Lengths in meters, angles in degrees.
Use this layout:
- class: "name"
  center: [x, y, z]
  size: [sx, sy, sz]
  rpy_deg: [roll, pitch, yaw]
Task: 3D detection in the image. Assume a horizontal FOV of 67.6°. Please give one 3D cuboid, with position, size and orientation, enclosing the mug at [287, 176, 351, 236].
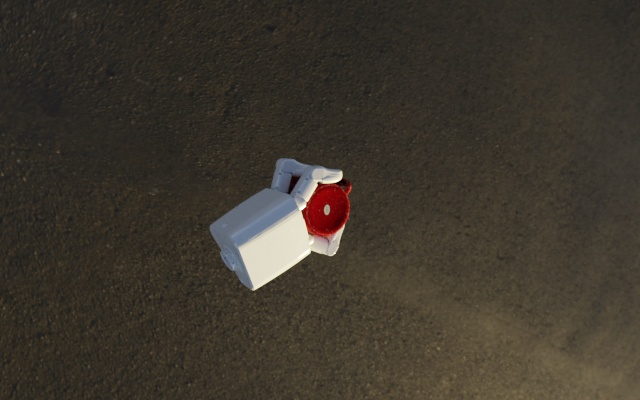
- class: "mug"
  center: [0.001, 0.002, 0.745]
  size: [0.117, 0.093, 0.081]
  rpy_deg: [-34, 26, -24]
